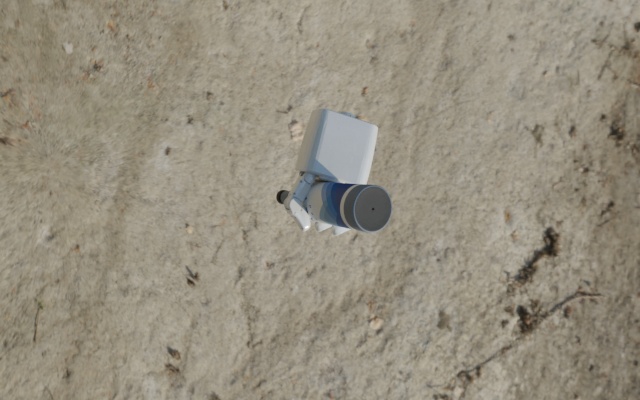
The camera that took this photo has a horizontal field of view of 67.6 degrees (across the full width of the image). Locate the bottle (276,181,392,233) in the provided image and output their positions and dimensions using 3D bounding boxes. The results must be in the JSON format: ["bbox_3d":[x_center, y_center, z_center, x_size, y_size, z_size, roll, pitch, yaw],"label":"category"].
[{"bbox_3d":[0.000,0.003,0.781,0.069,0.069,0.295,0,4,-30],"label":"bottle"}]
